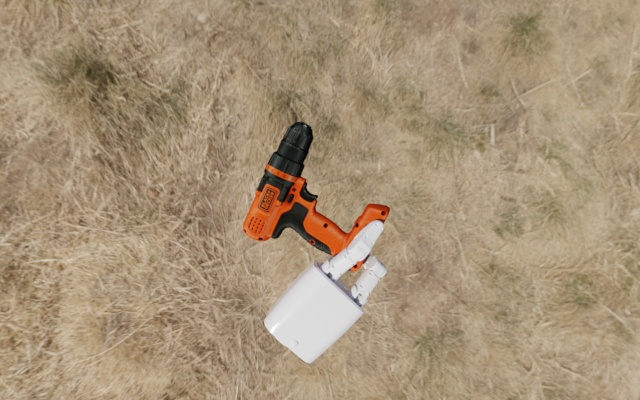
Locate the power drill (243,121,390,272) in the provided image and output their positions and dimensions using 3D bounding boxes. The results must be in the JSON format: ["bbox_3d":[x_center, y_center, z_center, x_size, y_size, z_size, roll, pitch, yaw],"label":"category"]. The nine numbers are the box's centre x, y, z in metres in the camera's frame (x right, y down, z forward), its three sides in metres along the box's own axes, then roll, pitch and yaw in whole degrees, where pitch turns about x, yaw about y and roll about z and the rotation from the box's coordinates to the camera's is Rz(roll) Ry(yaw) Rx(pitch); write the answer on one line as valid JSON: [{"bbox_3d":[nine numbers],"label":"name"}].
[{"bbox_3d":[0.000,0.003,0.684,0.187,0.184,0.057,27,11,7],"label":"power drill"}]
